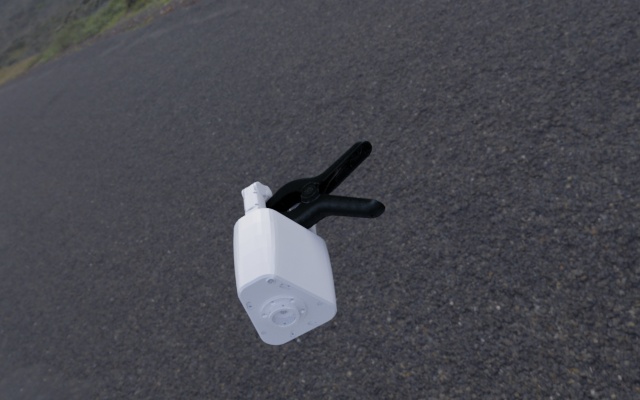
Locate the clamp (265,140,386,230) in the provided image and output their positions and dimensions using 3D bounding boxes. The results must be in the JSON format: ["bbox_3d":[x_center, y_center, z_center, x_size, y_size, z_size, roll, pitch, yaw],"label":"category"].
[{"bbox_3d":[0.000,0.002,0.584,0.171,0.039,0.120,-30,37,12],"label":"clamp"}]
